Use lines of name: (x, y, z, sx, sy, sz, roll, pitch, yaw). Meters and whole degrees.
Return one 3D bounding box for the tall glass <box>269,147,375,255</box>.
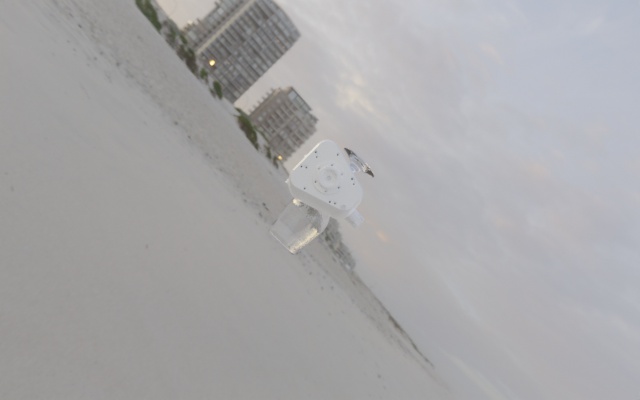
tall glass: (0.001, 0.002, 0.841, 0.079, 0.201, 0.079, 44, -5, 5)
